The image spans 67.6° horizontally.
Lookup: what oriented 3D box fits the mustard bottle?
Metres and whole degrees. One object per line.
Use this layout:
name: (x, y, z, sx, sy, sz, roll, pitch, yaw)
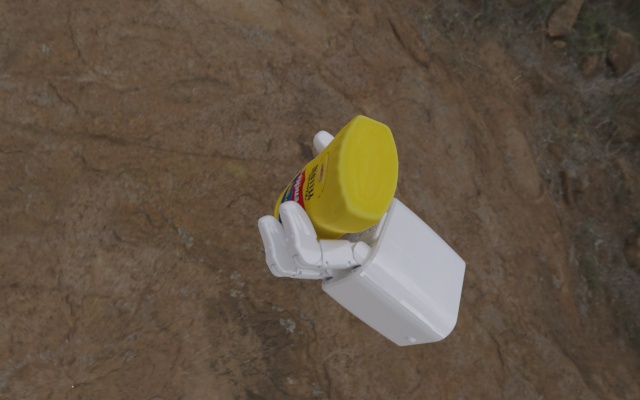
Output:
mustard bottle: (0.000, 0.001, 0.467, 0.058, 0.096, 0.192, 17, -26, -21)
